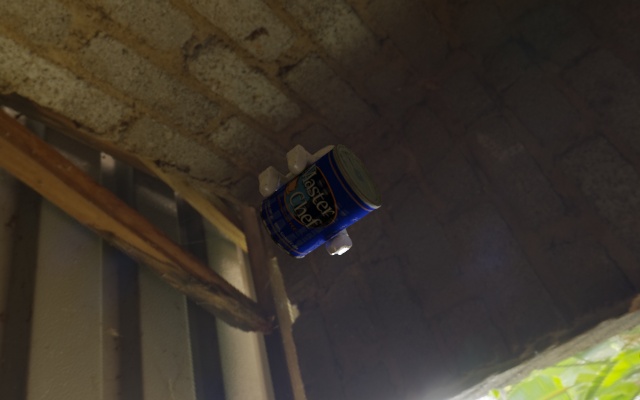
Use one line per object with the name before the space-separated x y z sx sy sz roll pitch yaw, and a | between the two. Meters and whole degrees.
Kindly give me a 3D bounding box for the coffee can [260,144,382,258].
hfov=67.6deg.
coffee can | 0.000 0.002 0.671 0.140 0.102 0.103 -35 -14 20
